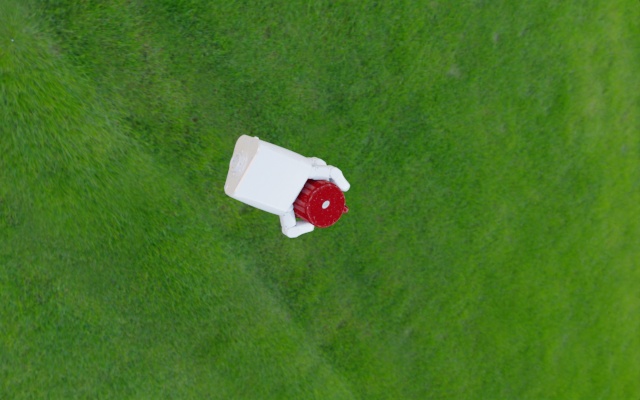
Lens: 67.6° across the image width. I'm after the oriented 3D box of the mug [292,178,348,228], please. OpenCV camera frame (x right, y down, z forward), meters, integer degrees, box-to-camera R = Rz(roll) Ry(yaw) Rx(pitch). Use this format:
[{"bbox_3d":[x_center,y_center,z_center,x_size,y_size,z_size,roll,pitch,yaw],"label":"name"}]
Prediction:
[{"bbox_3d":[0.001,0.003,0.866,0.117,0.093,0.081,19,5,-34],"label":"mug"}]
